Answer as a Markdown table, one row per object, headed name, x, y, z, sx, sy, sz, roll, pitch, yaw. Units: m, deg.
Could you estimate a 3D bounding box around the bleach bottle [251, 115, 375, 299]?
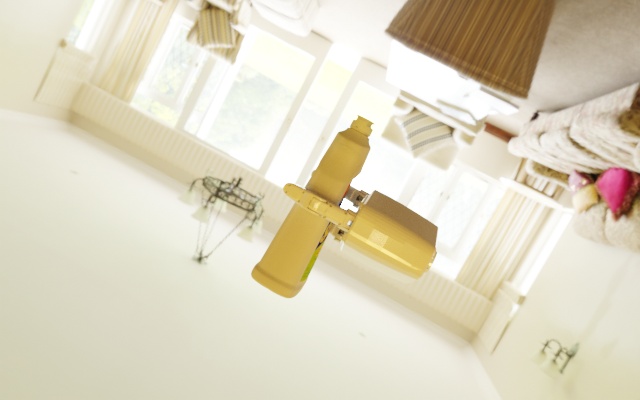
| name | x | y | z | sx | sy | sz | roll | pitch | yaw |
| --- | --- | --- | --- | --- | --- | --- | --- | --- | --- |
| bleach bottle | 0.000 | 0.002 | 0.638 | 0.068 | 0.251 | 0.102 | 29 | 5 | 8 |
